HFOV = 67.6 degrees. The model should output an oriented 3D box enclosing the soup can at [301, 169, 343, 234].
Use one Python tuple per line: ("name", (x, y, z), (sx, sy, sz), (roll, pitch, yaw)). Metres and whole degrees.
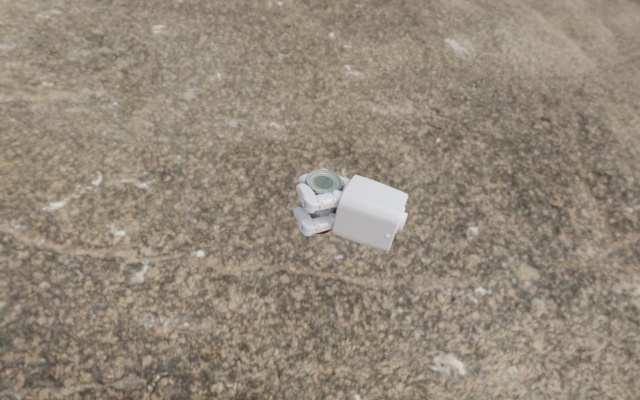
("soup can", (0.000, 0.002, 0.868), (0.068, 0.102, 0.068), (5, 43, -5))
